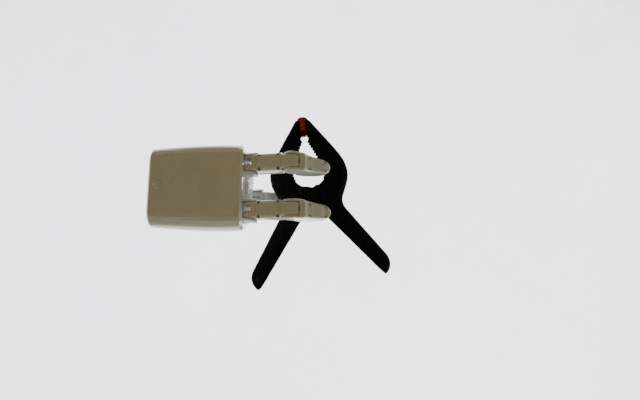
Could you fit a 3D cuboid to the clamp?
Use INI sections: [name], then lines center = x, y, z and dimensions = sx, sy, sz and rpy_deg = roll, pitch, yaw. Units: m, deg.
[clamp]
center = 0.000, 0.002, 0.583
dimensions = 0.164, 0.210, 0.036
rpy_deg = 0, -11, -2
